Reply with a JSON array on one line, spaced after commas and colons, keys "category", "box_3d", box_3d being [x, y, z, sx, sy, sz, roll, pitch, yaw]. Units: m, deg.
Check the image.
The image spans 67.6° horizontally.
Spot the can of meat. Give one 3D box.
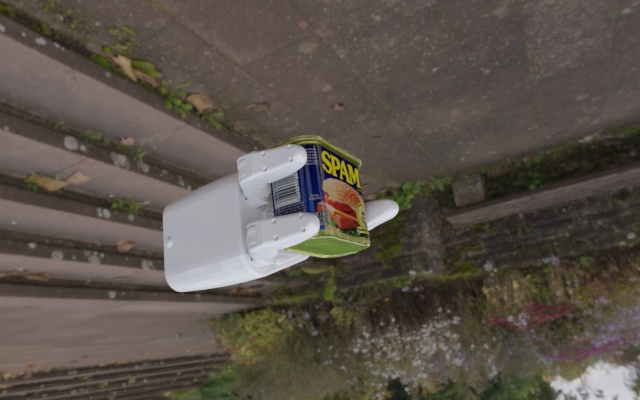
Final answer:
[{"category": "can of meat", "box_3d": [0.000, 0.002, 0.416, 0.057, 0.084, 0.102, -16, -19, 27]}]
